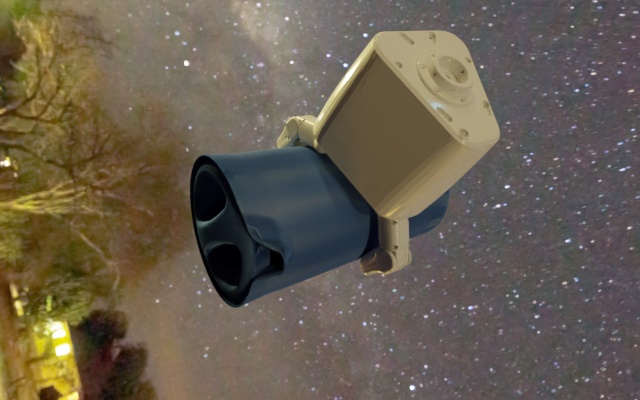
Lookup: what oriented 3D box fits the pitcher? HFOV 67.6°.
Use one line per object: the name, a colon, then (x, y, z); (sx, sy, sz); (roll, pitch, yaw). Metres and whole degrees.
pitcher: (0.000, 0.002, 0.474); (0.243, 0.149, 0.145); (-13, -23, -31)
